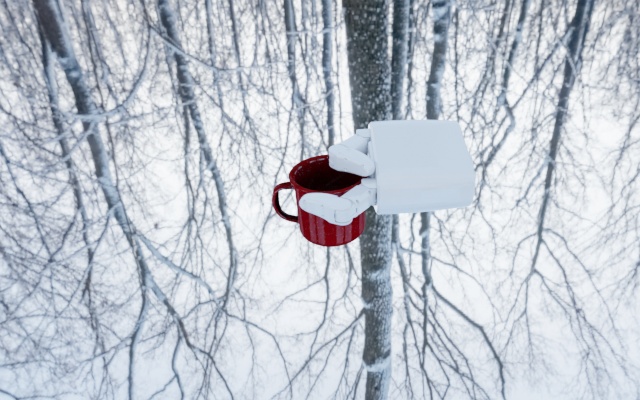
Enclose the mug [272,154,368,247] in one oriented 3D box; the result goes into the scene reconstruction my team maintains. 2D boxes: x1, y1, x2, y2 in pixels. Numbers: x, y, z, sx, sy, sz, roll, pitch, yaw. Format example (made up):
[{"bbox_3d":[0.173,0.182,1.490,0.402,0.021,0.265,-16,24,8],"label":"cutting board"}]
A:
[{"bbox_3d":[-0.001,0.002,0.573,0.117,0.081,0.093,-3,32,3],"label":"mug"}]
